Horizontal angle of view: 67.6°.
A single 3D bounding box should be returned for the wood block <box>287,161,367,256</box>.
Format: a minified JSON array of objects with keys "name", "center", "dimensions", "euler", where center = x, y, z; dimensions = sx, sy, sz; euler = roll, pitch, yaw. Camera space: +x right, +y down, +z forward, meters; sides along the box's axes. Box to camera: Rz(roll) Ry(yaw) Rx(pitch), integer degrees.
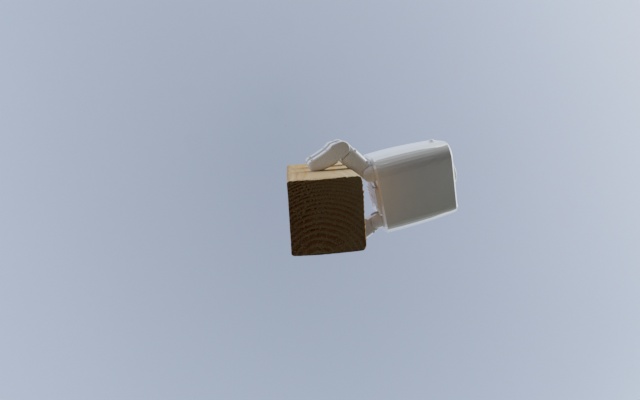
[{"name":"wood block","center":[0.001,0.002,0.649],"dimensions":[0.090,0.091,0.206],"euler":[-5,9,-3]}]
